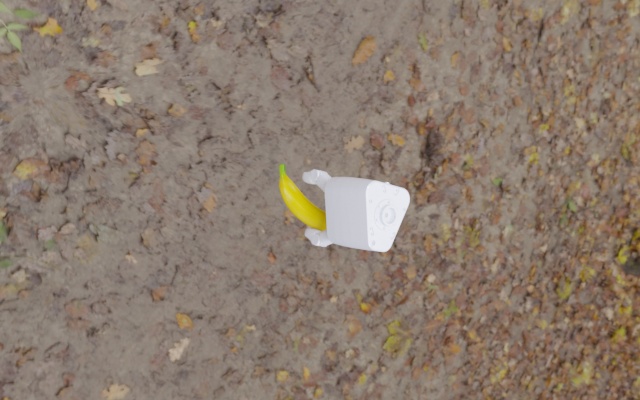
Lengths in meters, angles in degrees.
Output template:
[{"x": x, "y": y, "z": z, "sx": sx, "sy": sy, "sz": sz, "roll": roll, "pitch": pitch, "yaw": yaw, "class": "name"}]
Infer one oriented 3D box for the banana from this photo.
[{"x": -0.010, "y": 0.016, "z": 0.872, "sx": 0.198, "sy": 0.069, "sz": 0.037, "roll": 41, "pitch": -27, "yaw": -28, "class": "banana"}]
